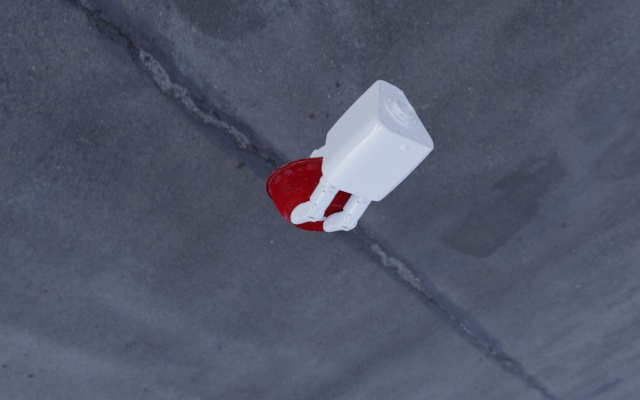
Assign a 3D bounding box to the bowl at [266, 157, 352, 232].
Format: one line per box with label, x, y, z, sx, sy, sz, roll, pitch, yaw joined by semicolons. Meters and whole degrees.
bowl;0.000;0.003;0.700;0.162;0.055;0.162;-2;-28;-1
